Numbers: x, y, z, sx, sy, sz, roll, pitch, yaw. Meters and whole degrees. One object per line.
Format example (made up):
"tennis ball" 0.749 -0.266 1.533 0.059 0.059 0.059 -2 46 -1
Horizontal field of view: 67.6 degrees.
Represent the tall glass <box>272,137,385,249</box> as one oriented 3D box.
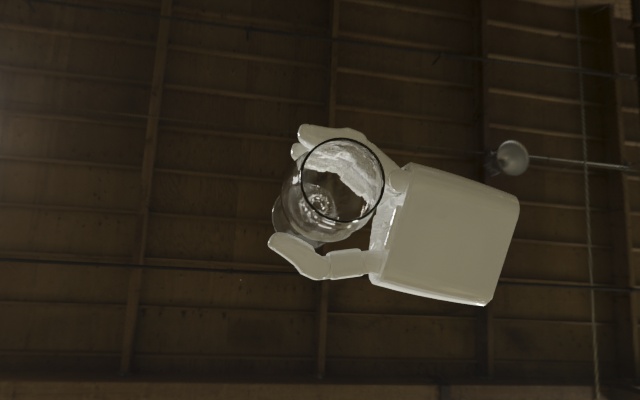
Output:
"tall glass" 0.000 0.002 0.431 0.079 0.079 0.201 0 -9 -9
